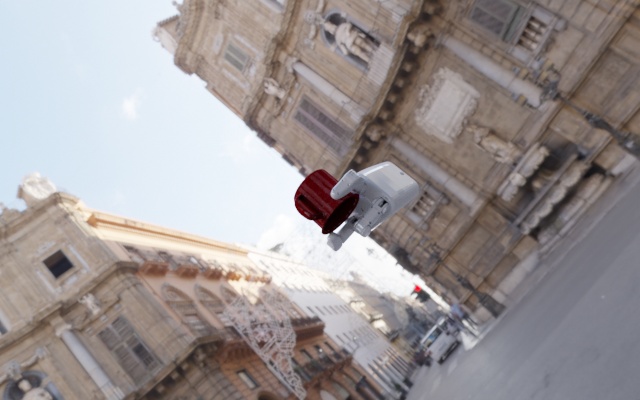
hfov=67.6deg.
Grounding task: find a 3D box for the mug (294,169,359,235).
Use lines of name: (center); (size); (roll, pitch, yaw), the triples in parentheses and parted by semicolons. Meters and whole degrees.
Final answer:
mug: (-0.001, 0.003, 0.826); (0.081, 0.093, 0.117); (42, 38, 20)
